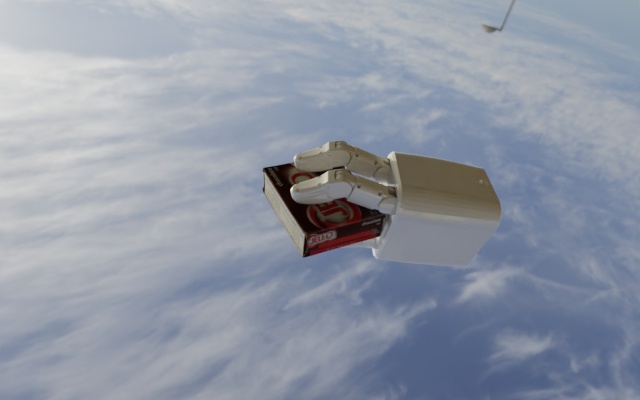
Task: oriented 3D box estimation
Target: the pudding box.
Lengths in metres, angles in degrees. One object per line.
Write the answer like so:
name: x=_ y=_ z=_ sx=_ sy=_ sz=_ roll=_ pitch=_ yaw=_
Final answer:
pudding box: x=0.000 y=0.002 z=0.500 sx=0.090 sy=0.039 sz=0.113 roll=-12 pitch=41 yaw=-25
